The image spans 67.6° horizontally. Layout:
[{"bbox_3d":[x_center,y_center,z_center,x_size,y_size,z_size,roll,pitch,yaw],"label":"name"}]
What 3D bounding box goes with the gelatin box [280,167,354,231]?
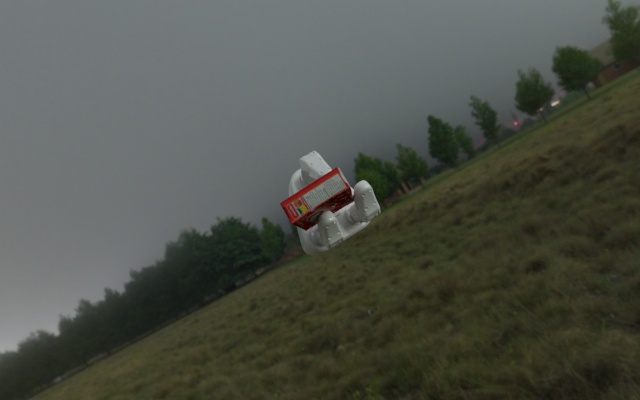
[{"bbox_3d":[0.000,0.001,0.539,0.073,0.030,0.089,-32,-12,2],"label":"gelatin box"}]
